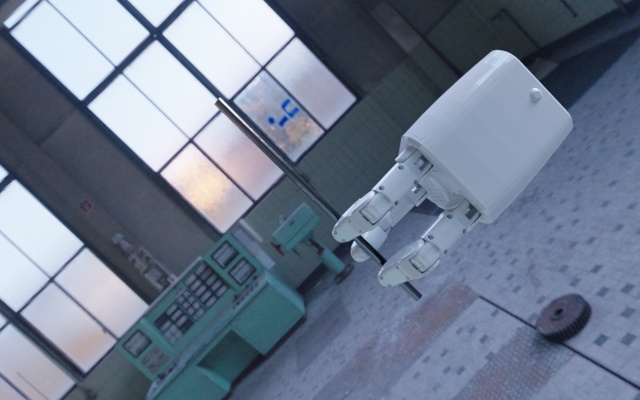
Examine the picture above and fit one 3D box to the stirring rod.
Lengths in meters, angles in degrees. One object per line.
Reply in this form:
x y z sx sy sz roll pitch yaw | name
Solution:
0.000 0.001 0.407 0.239 0.011 0.011 44 -5 -5 | stirring rod
